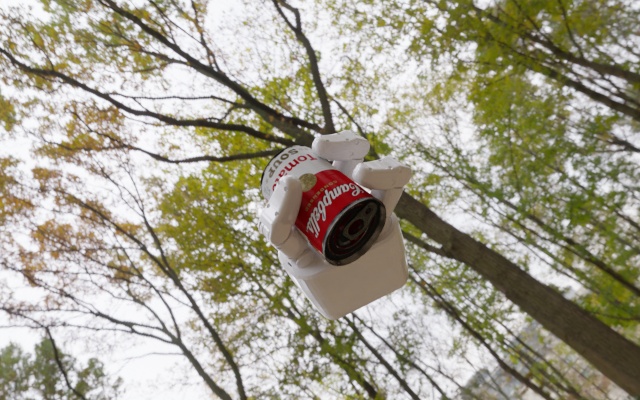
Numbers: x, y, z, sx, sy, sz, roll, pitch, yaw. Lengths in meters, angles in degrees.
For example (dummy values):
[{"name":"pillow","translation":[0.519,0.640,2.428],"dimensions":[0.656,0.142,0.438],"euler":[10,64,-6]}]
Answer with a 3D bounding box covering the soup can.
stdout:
[{"name":"soup can","translation":[0.000,0.001,0.428],"dimensions":[0.068,0.068,0.102],"euler":[0,31,-44]}]
